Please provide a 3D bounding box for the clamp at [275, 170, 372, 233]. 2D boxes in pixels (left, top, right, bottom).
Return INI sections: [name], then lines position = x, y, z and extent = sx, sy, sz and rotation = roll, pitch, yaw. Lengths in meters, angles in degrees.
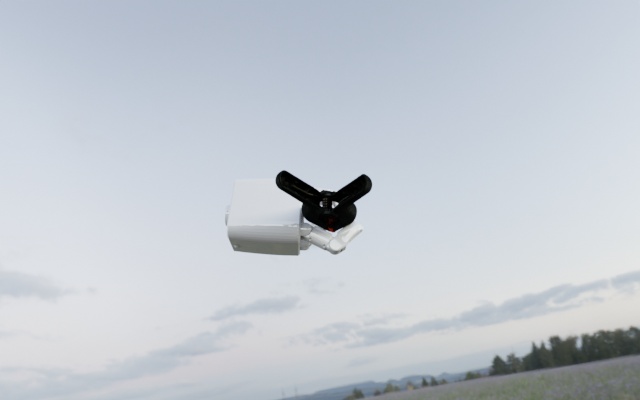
[clamp]
position = 0.000, 0.002, 0.655
extent = 0.120, 0.039, 0.171
rotation = 12, -25, 2
